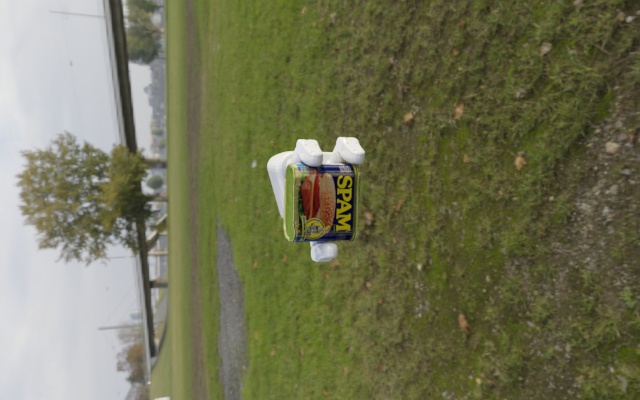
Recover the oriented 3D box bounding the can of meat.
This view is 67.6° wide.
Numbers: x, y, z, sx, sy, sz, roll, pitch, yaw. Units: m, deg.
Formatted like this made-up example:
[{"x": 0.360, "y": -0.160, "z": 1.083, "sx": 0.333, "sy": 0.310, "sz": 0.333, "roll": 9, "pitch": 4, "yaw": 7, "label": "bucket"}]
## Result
[{"x": 0.000, "y": 0.002, "z": 0.599, "sx": 0.084, "sy": 0.102, "sz": 0.057, "roll": -1, "pitch": 7, "yaw": -18, "label": "can of meat"}]
